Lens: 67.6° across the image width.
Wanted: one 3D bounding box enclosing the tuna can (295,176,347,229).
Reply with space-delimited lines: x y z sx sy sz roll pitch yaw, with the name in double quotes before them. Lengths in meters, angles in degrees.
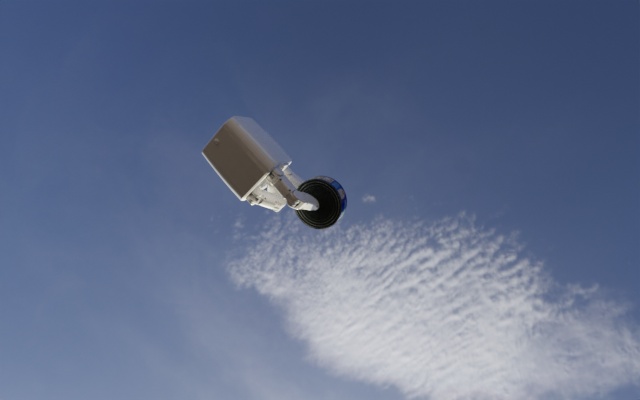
"tuna can" 0.000 0.003 0.797 0.086 0.086 0.033 0 15 22
